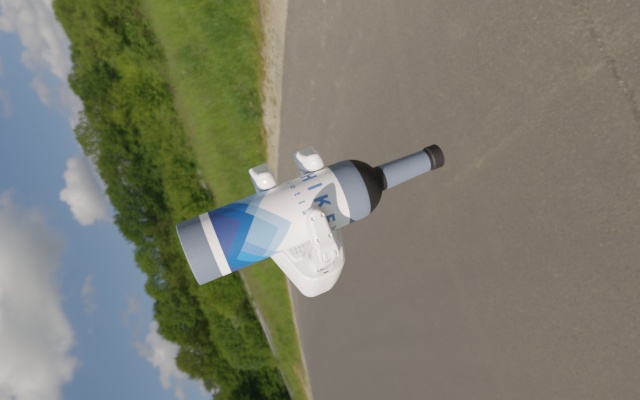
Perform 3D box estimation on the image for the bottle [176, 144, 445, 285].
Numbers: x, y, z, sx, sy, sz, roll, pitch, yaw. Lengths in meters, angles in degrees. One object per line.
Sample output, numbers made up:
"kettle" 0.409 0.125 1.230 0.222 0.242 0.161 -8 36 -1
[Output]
"bottle" 0.000 0.002 0.513 0.295 0.069 0.069 -22 5 -12
